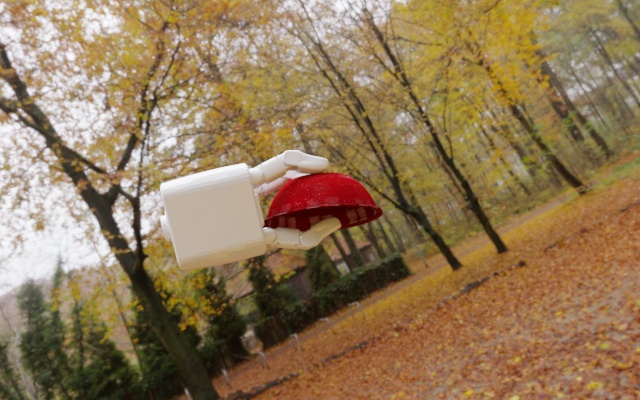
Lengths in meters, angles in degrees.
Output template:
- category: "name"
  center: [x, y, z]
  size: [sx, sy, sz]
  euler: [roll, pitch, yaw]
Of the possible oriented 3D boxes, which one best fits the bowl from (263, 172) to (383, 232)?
- category: "bowl"
  center: [0.001, 0.002, 0.640]
  size: [0.162, 0.055, 0.162]
  euler: [-5, -14, -1]
